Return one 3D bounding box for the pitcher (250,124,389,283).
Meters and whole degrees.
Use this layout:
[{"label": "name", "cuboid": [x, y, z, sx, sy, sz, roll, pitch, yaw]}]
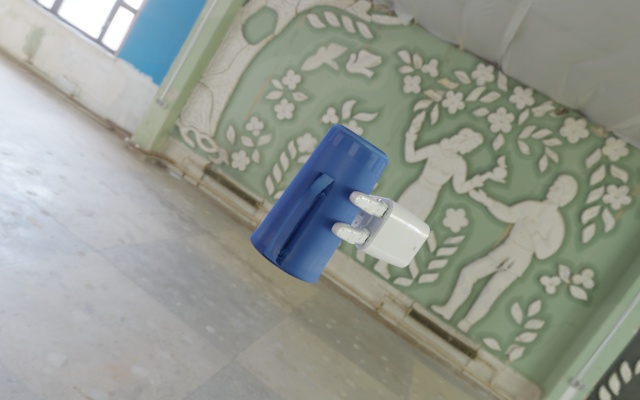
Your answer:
[{"label": "pitcher", "cuboid": [0.000, 0.003, 0.769, 0.145, 0.243, 0.149, 29, 8, -31]}]
